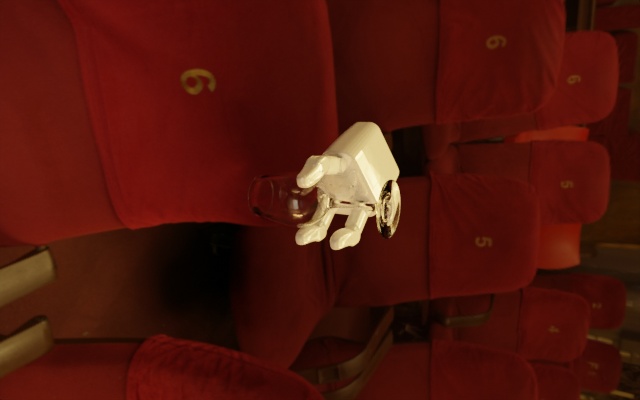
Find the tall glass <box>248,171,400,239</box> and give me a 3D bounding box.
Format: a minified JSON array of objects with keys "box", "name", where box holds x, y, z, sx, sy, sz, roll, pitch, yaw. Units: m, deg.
[{"box":[0.001,0.002,0.641,0.201,0.079,0.079,6,3,29],"name":"tall glass"}]
